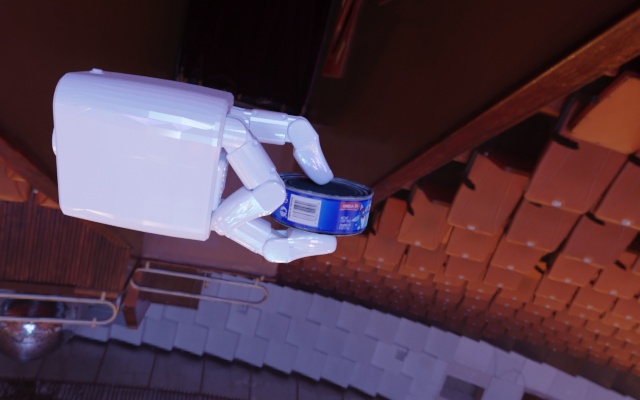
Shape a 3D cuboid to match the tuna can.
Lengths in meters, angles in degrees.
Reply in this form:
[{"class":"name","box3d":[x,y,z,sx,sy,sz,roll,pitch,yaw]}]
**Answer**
[{"class":"tuna can","box3d":[0.000,0.002,0.407,0.086,0.034,0.086,9,13,-2]}]
